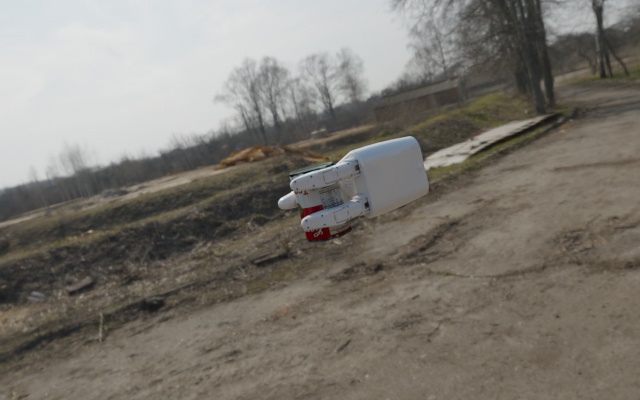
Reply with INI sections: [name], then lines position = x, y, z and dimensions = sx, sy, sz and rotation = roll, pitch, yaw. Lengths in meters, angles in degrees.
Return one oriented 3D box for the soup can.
[soup can]
position = 0.000, 0.002, 0.687
dimensions = 0.068, 0.102, 0.068
rotation = -15, 8, 2
